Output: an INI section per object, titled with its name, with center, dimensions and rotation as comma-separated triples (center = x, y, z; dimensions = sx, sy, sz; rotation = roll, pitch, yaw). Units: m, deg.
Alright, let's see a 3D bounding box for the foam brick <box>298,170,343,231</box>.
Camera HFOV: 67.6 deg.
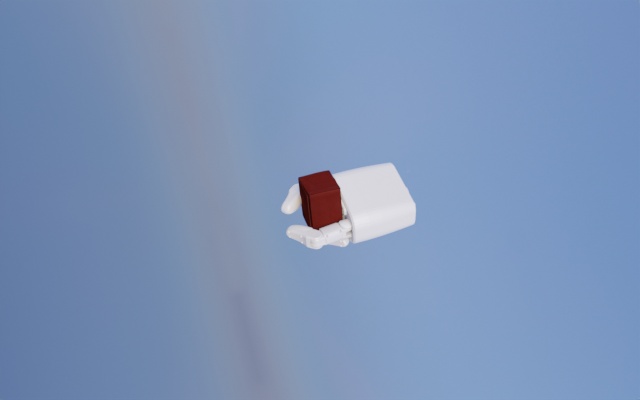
[foam brick]
center = 0.000, 0.002, 0.725
dimensions = 0.051, 0.078, 0.053
rotation = -15, 39, -11
